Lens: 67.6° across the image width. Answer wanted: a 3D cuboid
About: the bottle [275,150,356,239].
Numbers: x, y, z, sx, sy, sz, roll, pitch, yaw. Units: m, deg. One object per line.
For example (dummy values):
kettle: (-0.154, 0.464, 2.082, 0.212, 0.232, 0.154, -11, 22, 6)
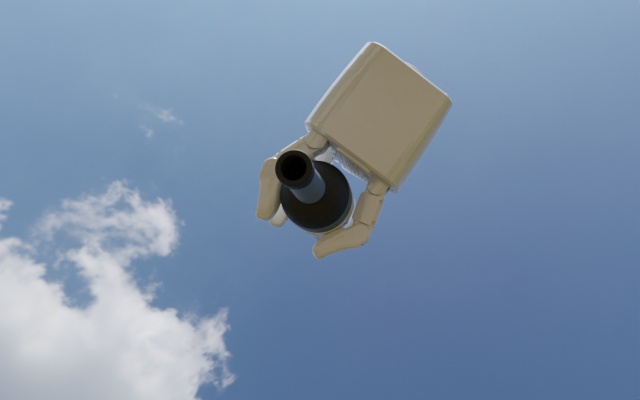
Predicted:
bottle: (0.000, 0.002, 0.484, 0.069, 0.069, 0.296, 0, -10, 8)
